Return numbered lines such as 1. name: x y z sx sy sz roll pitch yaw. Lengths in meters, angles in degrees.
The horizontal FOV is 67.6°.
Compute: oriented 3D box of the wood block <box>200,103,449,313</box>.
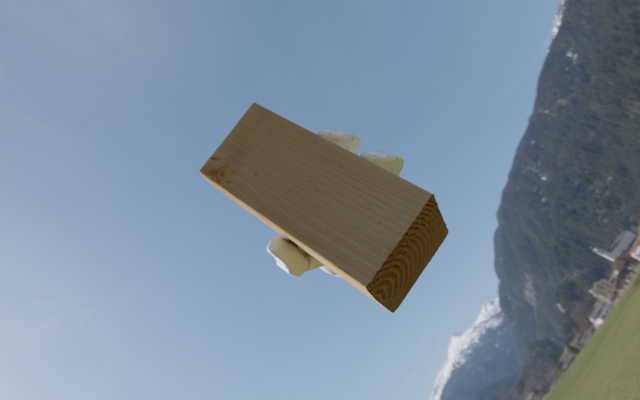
1. wood block: 0.000 0.002 0.441 0.206 0.091 0.090 31 -9 32
